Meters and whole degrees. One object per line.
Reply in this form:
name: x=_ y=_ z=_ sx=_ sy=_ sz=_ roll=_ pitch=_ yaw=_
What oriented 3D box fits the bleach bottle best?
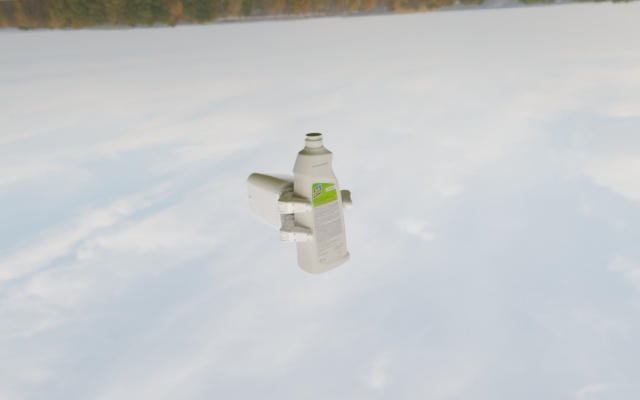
bleach bottle: x=0.000 y=0.003 z=0.856 sx=0.102 sy=0.251 sz=0.068 roll=-20 pitch=28 yaw=-38
